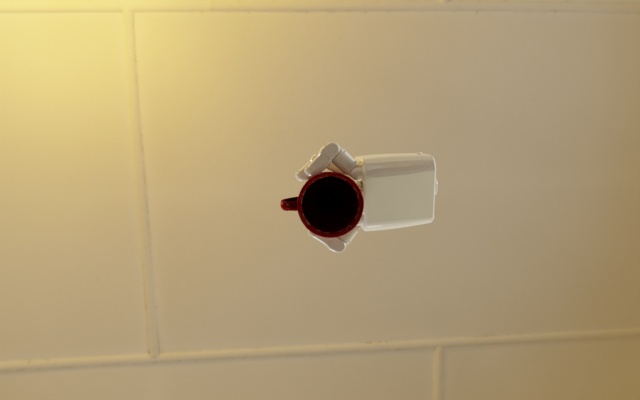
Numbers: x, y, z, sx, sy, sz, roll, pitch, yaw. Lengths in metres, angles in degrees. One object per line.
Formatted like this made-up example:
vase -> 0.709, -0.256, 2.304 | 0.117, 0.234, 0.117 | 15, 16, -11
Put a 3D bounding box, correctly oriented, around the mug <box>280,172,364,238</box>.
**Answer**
mug -> -0.001, 0.003, 0.699 | 0.117, 0.093, 0.081 | -7, 9, -2
